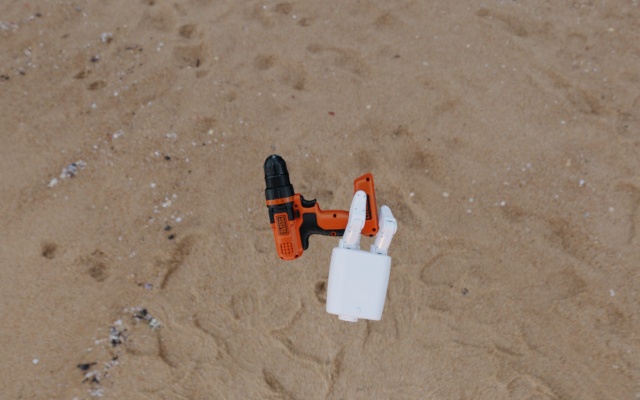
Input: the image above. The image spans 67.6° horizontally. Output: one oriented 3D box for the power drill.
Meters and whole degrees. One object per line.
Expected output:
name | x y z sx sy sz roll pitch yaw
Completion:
power drill | 0.001 0.003 0.813 0.187 0.184 0.057 -8 9 11
